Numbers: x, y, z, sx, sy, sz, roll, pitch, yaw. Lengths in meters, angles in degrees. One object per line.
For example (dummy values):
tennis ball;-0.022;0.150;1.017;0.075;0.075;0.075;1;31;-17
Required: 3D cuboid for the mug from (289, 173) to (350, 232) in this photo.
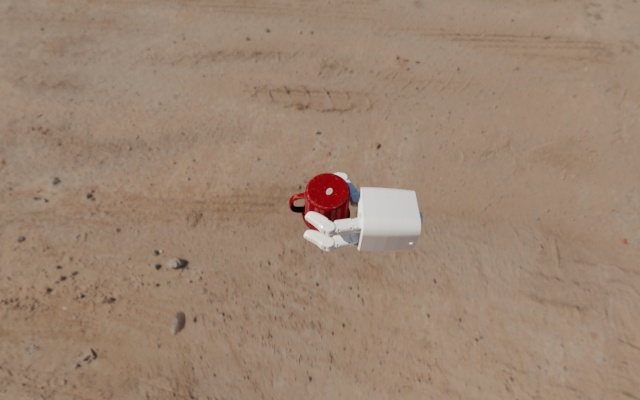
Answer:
mug;-0.001;0.003;0.884;0.117;0.093;0.082;1;-33;-2
